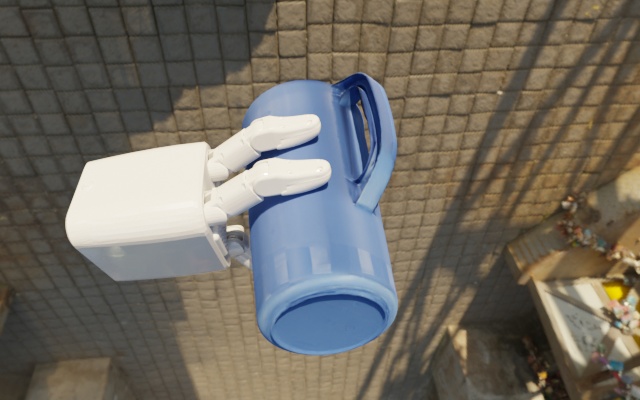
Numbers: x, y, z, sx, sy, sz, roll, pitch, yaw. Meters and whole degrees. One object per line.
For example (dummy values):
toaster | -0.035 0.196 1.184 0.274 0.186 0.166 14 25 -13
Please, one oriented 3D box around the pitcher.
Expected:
pitcher | 0.000 0.001 0.433 0.145 0.242 0.149 -8 -44 -1
